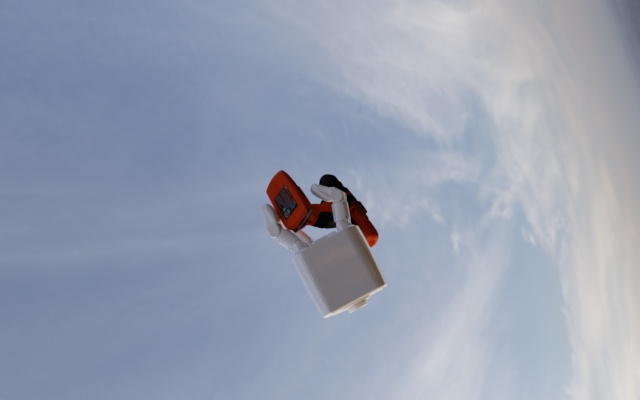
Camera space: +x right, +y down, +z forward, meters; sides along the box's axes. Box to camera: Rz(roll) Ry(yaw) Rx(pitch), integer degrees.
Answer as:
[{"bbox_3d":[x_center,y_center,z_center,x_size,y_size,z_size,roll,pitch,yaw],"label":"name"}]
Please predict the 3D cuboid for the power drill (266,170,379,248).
[{"bbox_3d":[0.000,0.003,0.835,0.188,0.057,0.184,12,32,-43],"label":"power drill"}]
